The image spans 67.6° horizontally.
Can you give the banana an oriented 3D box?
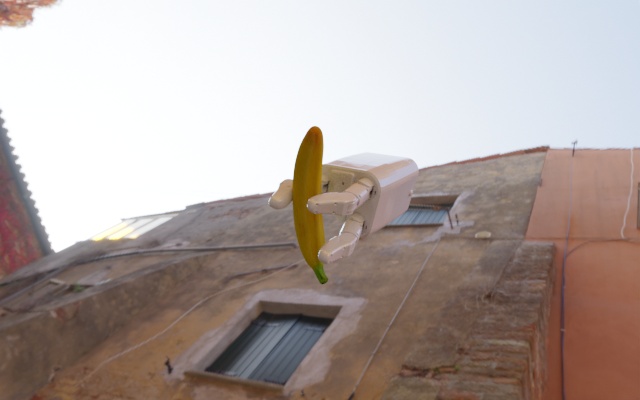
[{"bbox_3d":[-0.010,0.003,0.611,0.037,0.198,0.069,-13,15,-32],"label":"banana"}]
